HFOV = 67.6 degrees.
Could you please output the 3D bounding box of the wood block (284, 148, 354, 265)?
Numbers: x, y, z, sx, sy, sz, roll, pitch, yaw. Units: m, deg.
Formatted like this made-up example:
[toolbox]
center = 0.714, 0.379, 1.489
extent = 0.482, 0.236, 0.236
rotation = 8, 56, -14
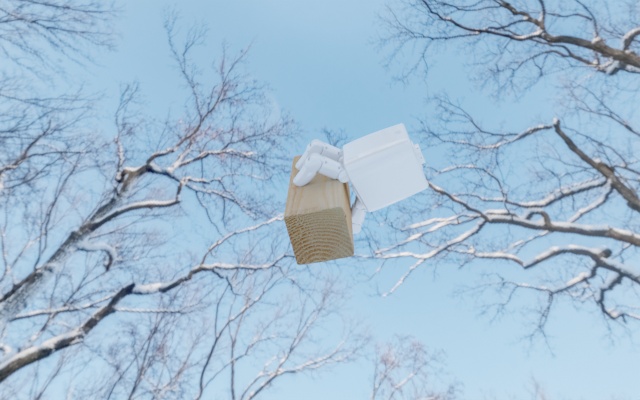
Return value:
[wood block]
center = 0.001, 0.003, 0.782
extent = 0.090, 0.091, 0.206
rotation = -11, 29, 7
